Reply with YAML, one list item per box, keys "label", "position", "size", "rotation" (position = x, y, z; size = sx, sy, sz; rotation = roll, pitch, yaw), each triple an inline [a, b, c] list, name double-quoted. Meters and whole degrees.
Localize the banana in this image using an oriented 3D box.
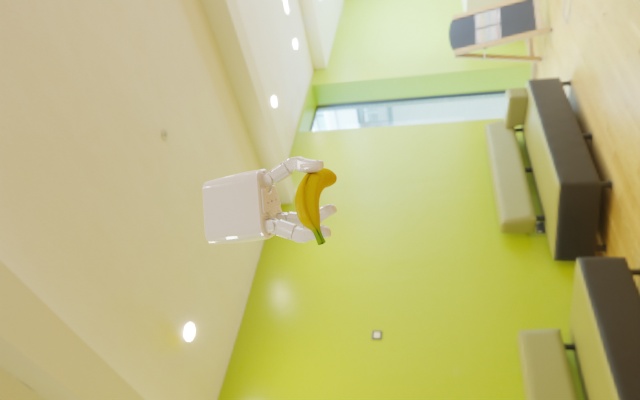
- label: "banana"
  position: [-0.008, -0.011, 0.756]
  size: [0.037, 0.070, 0.197]
  rotation: [-17, 28, 20]
